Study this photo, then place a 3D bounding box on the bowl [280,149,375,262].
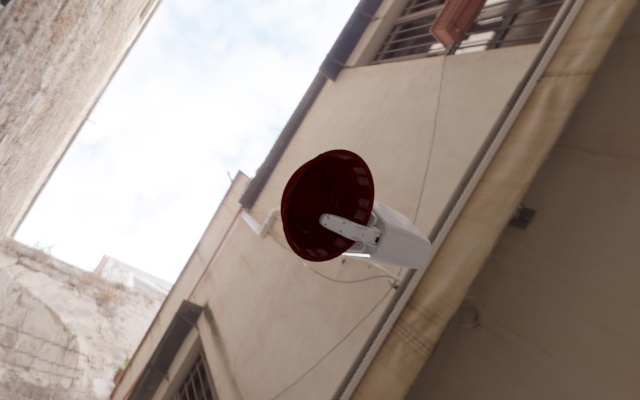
[{"bbox_3d":[-0.001,0.001,0.672,0.162,0.162,0.055,0,17,-40],"label":"bowl"}]
